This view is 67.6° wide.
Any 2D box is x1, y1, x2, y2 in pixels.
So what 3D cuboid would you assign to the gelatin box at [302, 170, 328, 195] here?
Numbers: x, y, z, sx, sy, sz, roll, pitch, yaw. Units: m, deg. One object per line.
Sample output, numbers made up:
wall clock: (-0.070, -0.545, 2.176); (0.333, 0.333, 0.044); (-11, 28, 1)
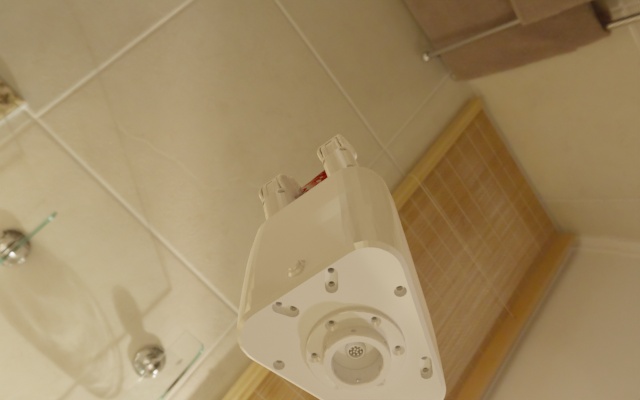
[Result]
gelatin box: (0.000, 0.002, 0.404); (0.073, 0.030, 0.089); (-38, 12, 0)
